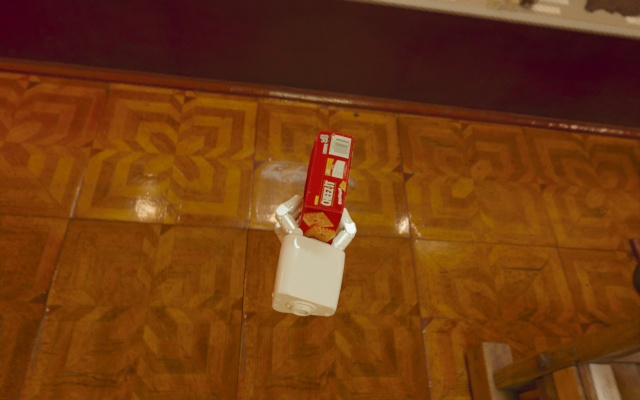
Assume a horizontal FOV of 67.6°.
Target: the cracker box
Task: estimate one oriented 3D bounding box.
[{"bbox_3d":[0.000,0.003,0.873,0.072,0.164,0.214,12,-32,-3],"label":"cracker box"}]
